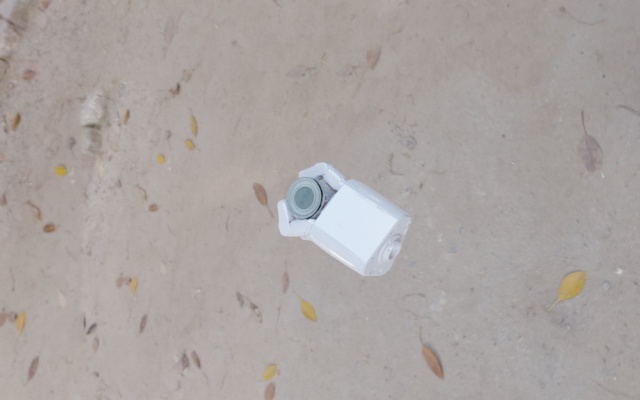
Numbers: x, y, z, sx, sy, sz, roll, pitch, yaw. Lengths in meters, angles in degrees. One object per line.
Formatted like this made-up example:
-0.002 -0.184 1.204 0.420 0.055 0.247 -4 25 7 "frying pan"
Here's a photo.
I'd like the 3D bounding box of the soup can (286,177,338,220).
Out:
0.000 0.002 0.771 0.068 0.068 0.102 0 -7 32 "soup can"
